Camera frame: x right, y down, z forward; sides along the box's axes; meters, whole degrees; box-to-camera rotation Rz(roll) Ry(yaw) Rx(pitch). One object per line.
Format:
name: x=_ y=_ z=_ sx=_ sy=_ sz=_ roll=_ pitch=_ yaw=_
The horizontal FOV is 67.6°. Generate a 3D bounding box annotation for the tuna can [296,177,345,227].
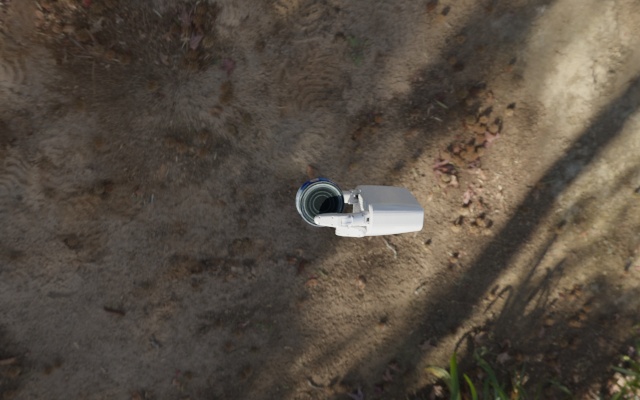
tuna can: x=0.000 y=0.003 z=0.860 sx=0.086 sy=0.086 sz=0.033 roll=0 pitch=13 yaw=-11
